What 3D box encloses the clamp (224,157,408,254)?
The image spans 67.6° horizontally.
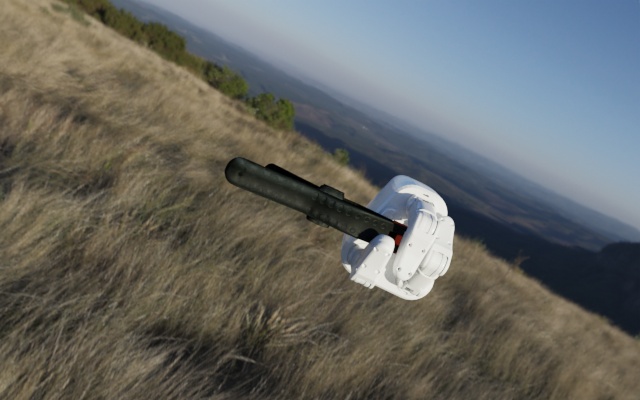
[{"bbox_3d":[0.000,0.001,0.454,0.171,0.039,0.120,26,11,-1],"label":"clamp"}]
